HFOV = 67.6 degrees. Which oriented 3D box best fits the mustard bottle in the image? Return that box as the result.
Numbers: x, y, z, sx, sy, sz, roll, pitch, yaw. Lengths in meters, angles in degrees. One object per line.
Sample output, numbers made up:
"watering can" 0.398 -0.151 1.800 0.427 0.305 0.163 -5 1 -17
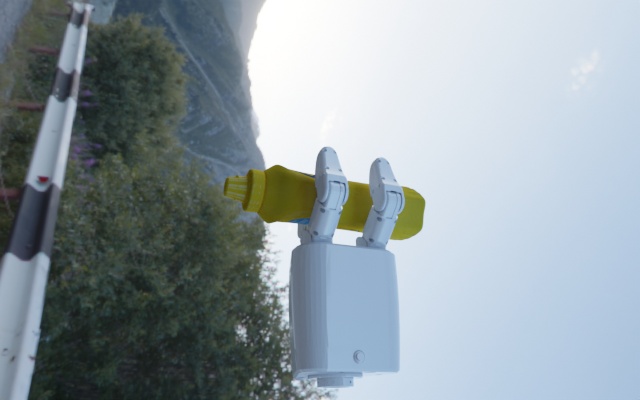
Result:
"mustard bottle" 0.000 0.001 0.476 0.191 0.058 0.096 8 -1 -21
